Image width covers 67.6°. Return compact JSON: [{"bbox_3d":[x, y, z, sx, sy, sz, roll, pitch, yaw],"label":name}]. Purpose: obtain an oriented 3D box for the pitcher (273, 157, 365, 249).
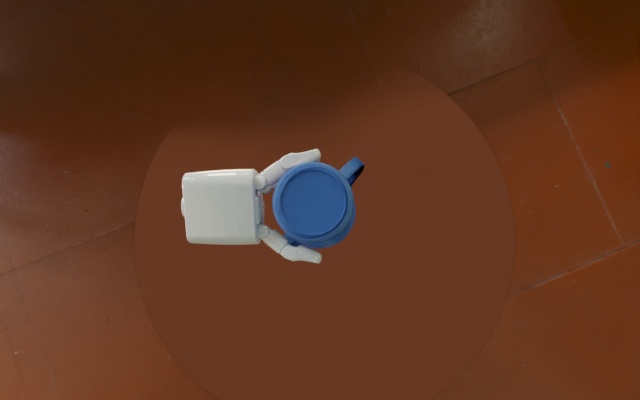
[{"bbox_3d":[0.000,0.002,0.738,0.145,0.149,0.243,0,-4,1],"label":"pitcher"}]
